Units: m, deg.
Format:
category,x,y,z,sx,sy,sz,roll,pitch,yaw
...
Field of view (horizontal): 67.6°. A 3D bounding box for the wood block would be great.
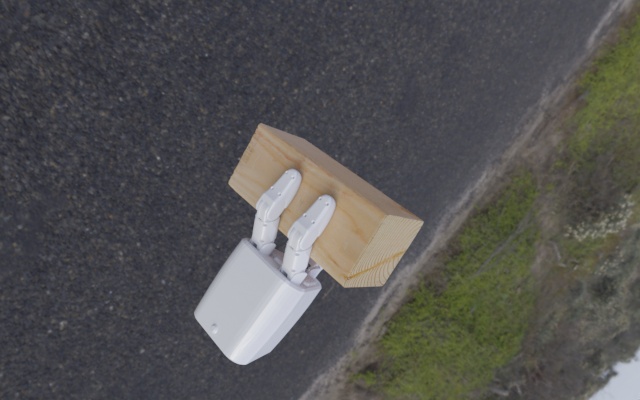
category,x,y,z,sx,sy,sz,roll,pitch,yaw
wood block,0.000,0.002,0.554,0.206,0.090,0.091,38,14,33
